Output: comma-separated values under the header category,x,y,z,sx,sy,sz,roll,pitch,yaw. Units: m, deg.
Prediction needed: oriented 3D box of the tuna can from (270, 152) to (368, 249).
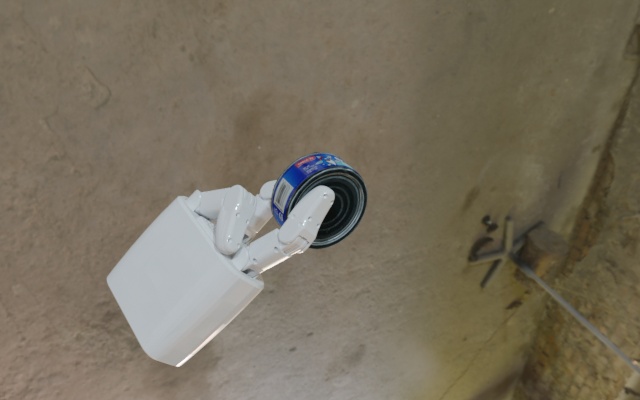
category,x,y,z,sx,sy,sz,roll,pitch,yaw
tuna can,0.000,0.002,0.437,0.086,0.086,0.033,0,27,-32
